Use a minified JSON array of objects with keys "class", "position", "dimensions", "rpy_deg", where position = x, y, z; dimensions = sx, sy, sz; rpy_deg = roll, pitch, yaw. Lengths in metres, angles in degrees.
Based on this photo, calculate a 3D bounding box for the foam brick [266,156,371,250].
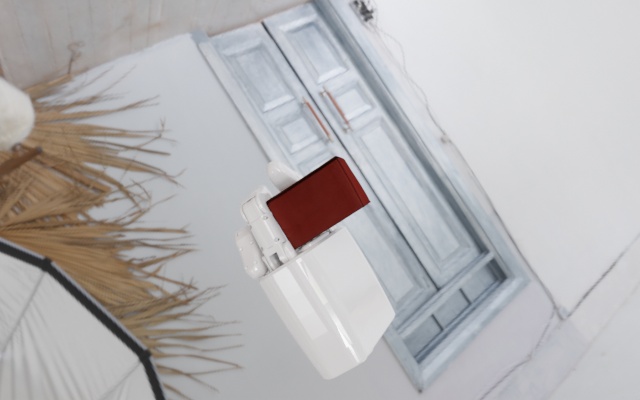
[{"class":"foam brick","position":[0.000,0.001,0.443],"dimensions":[0.078,0.051,0.053],"rpy_deg":[-33,-4,13]}]
